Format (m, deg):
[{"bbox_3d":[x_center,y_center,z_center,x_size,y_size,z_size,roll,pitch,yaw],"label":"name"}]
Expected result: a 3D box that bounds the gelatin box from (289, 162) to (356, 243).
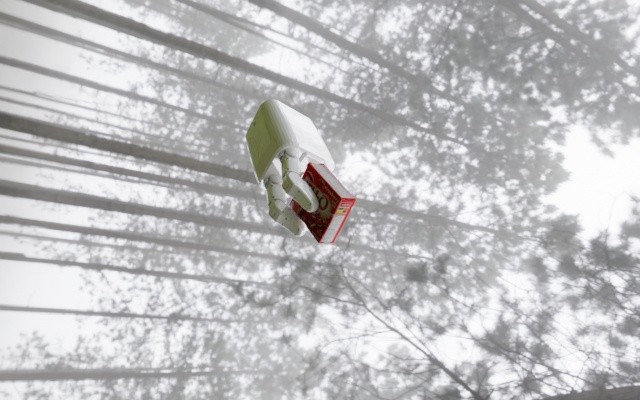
[{"bbox_3d":[0.001,0.002,0.641,0.030,0.073,0.089,3,34,-39],"label":"gelatin box"}]
